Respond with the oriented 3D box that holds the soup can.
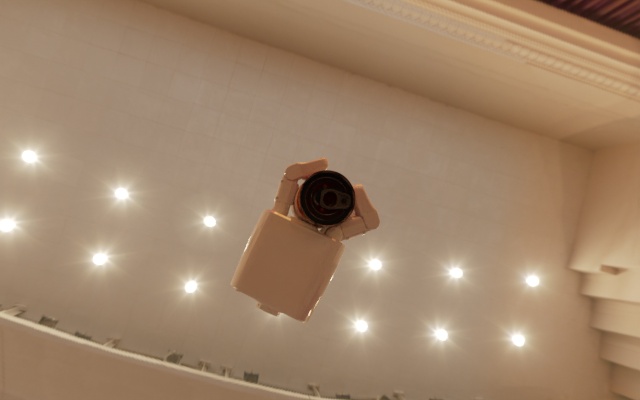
[{"bbox_3d":[0.000,0.002,0.611,0.068,0.068,0.102,0,-5,-10],"label":"soup can"}]
